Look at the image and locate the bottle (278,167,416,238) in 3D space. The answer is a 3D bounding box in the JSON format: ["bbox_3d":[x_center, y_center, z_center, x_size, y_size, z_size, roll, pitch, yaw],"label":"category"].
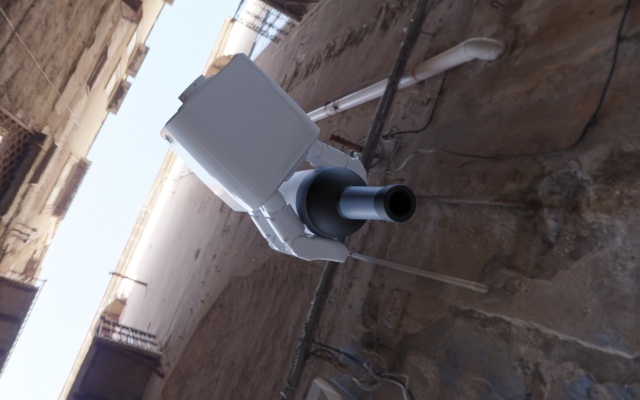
[{"bbox_3d":[0.000,0.002,0.476,0.069,0.069,0.295,0,0,-23],"label":"bottle"}]
